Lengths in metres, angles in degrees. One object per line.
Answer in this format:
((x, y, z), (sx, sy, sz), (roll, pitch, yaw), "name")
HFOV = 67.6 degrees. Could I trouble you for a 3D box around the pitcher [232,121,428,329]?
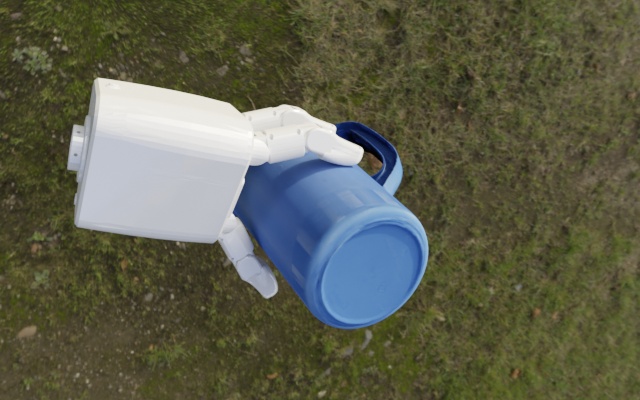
((0.000, 0.002, 0.455), (0.145, 0.149, 0.242), (12, 18, -30), "pitcher")
